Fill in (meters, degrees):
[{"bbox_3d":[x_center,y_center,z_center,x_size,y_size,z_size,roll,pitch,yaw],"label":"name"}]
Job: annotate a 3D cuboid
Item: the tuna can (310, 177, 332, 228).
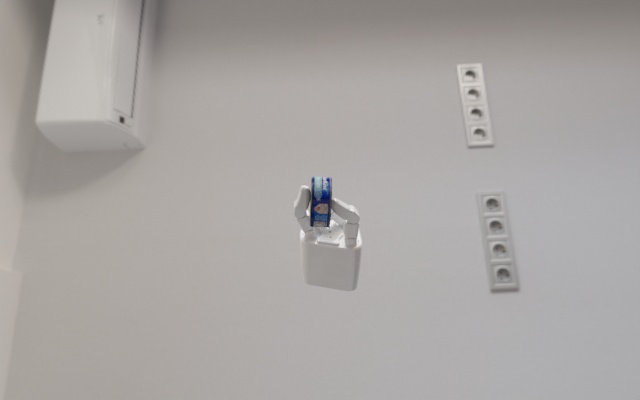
[{"bbox_3d":[0.000,0.003,0.799,0.034,0.086,0.086,2,0,-2],"label":"tuna can"}]
